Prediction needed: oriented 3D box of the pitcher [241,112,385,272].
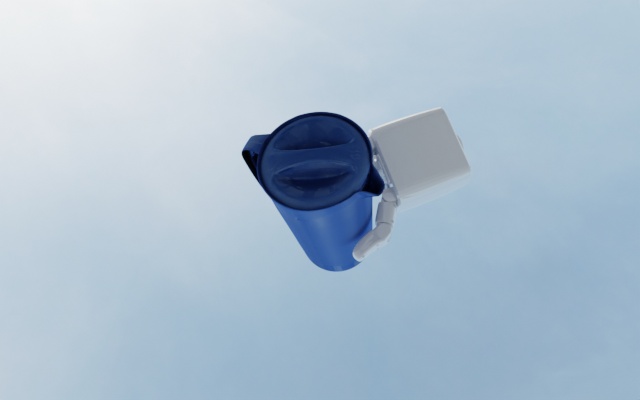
[{"bbox_3d":[0.000,0.002,0.639,0.145,0.149,0.243,-22,-29,-3],"label":"pitcher"}]
